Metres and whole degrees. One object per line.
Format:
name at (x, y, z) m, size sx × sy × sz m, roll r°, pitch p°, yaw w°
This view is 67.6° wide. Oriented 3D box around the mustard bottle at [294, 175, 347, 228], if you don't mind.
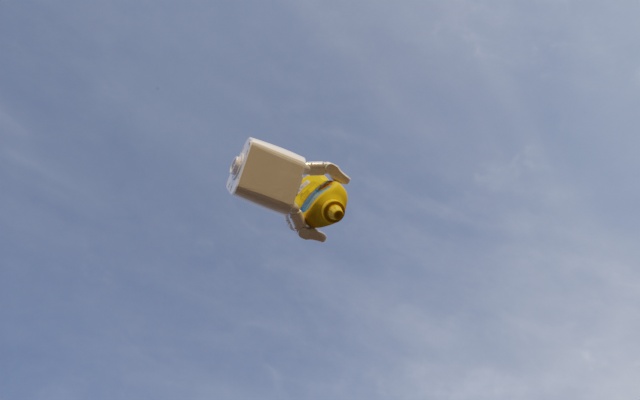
mustard bottle at (0.000, 0.003, 0.892) m, size 0.096 × 0.058 × 0.191 m, roll -44°, pitch 22°, yaw -5°
